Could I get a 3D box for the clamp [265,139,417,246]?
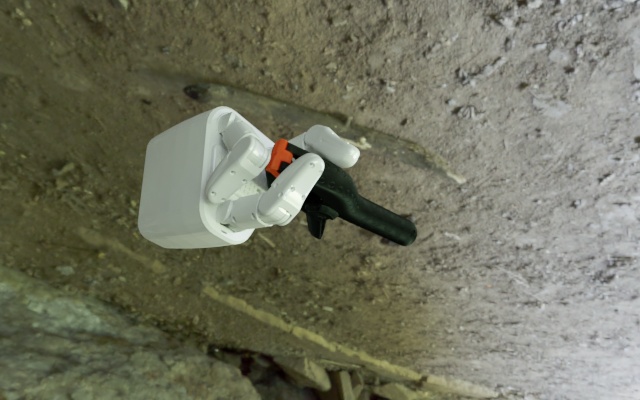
[{"bbox_3d":[0.000,0.002,0.442,0.120,0.039,0.171,-10,-35,39],"label":"clamp"}]
